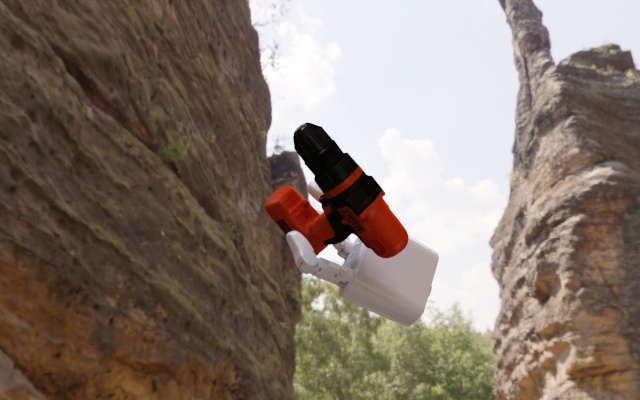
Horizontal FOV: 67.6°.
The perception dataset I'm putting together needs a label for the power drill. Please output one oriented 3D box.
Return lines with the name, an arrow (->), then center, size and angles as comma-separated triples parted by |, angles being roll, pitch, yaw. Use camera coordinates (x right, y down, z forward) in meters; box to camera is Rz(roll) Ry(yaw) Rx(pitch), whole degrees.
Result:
power drill -> 0.000, 0.002, 0.598 | 0.057, 0.184, 0.188 | -44, 12, -28
